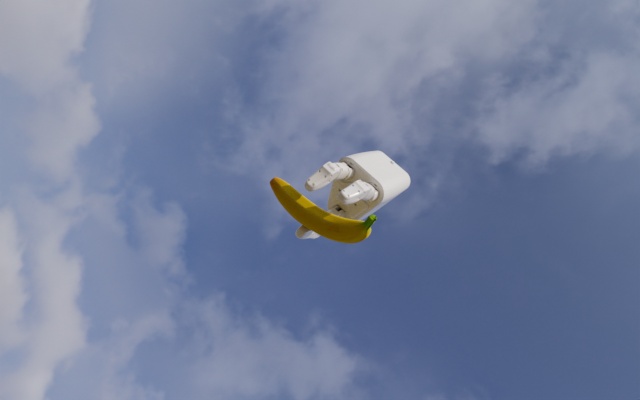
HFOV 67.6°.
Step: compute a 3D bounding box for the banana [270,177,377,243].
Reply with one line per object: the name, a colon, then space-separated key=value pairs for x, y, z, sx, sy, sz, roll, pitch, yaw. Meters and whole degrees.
banana: x=0.002 y=0.020 z=0.712 sx=0.197 sy=0.070 sz=0.037 roll=20 pitch=29 yaw=33
